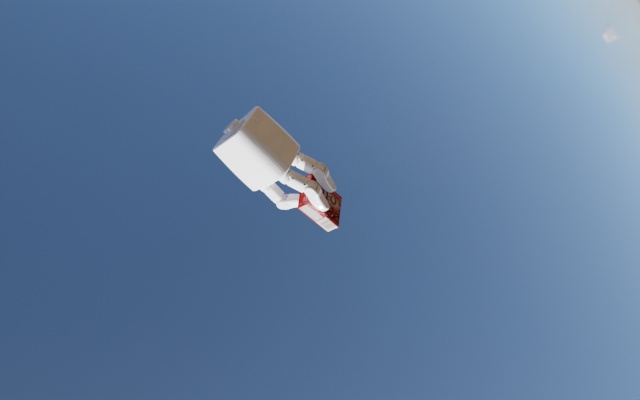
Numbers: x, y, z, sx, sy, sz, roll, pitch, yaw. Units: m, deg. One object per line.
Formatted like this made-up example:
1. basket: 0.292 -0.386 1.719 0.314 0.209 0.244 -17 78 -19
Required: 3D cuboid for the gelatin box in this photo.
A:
1. gelatin box: 0.000 0.003 0.876 0.030 0.073 0.089 -25 -50 33
